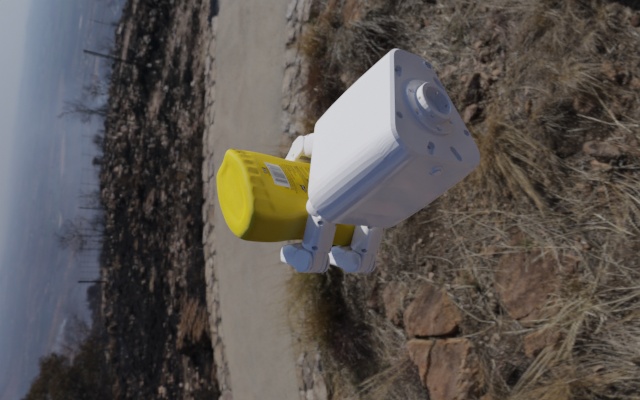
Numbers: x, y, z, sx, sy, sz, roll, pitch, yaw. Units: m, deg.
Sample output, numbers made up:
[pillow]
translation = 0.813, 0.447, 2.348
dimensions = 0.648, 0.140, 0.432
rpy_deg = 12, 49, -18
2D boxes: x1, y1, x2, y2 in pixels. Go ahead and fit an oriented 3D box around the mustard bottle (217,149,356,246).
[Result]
[mustard bottle]
translation = 0.000, 0.002, 0.472
dimensions = 0.191, 0.058, 0.096
rpy_deg = 7, 36, -34
